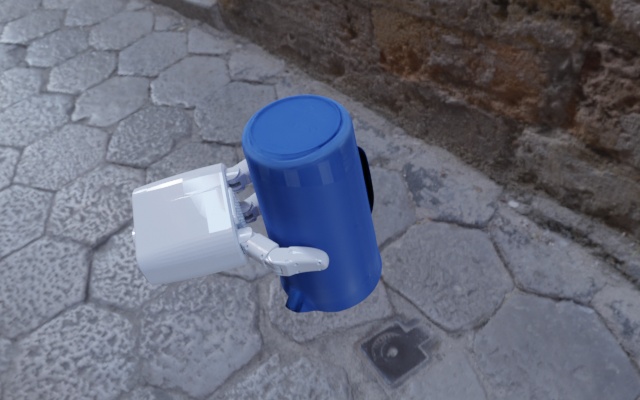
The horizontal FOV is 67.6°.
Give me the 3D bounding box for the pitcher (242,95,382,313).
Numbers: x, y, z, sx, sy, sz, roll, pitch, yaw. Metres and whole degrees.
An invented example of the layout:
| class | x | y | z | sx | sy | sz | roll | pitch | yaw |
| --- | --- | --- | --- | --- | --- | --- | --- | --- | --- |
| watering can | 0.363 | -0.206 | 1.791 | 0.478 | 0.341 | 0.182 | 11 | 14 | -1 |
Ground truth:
| class | x | y | z | sx | sy | sz | roll | pitch | yaw |
| --- | --- | --- | --- | --- | --- | --- | --- | --- | --- |
| pitcher | 0.000 | 0.002 | 0.540 | 0.145 | 0.149 | 0.243 | -13 | -44 | -1 |
